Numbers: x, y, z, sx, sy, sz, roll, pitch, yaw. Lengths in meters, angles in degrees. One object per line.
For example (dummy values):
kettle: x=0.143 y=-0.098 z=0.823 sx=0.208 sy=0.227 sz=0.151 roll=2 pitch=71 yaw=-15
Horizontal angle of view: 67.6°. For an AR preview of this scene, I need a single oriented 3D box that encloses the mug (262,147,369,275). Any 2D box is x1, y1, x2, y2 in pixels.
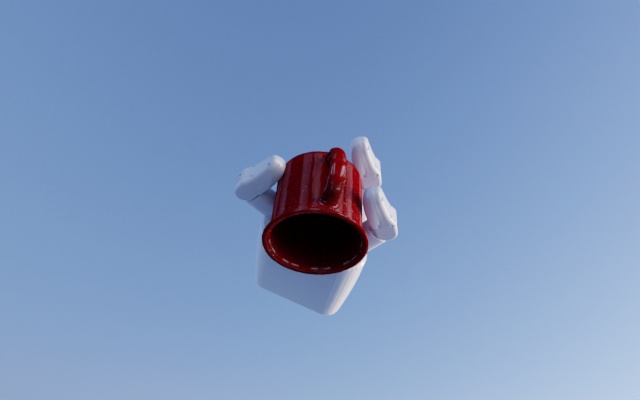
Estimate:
mug: x=0.000 y=0.000 z=0.430 sx=0.093 sy=0.081 sz=0.117 roll=11 pitch=-43 yaw=-7
